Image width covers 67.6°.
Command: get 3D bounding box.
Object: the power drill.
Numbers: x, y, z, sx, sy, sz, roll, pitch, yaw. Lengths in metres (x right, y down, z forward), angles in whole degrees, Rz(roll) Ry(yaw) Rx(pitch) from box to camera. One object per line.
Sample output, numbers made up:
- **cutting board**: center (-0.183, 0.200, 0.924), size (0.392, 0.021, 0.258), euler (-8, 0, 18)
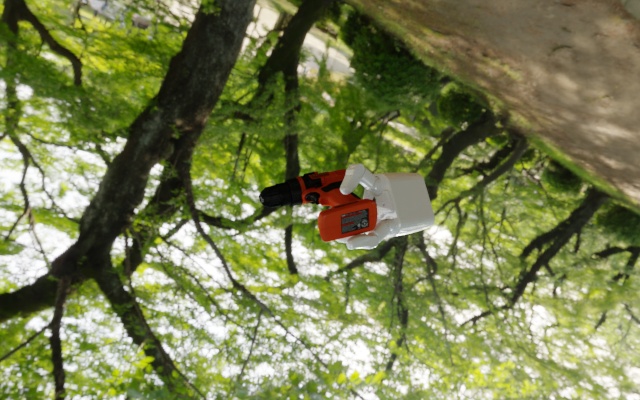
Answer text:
- **power drill**: center (0.001, 0.003, 0.833), size (0.184, 0.057, 0.187), euler (-15, 28, -17)
